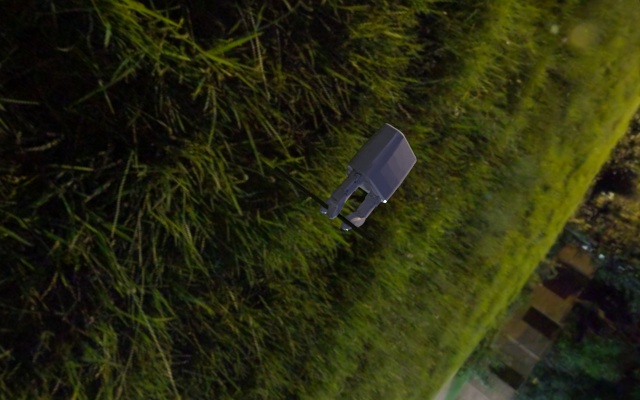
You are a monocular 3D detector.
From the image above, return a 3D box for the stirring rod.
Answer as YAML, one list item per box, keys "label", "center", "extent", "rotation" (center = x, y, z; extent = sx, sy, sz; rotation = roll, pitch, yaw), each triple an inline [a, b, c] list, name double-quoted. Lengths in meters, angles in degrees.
- label: "stirring rod"
  center: [0.000, 0.003, 0.890]
  extent: [0.239, 0.011, 0.011]
  rotation: [37, 16, 23]
